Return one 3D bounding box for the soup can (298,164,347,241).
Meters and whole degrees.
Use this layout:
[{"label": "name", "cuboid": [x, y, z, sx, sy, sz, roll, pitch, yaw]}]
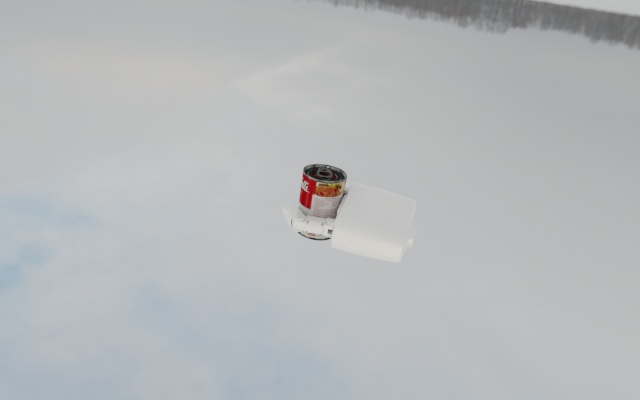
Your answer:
[{"label": "soup can", "cuboid": [0.000, 0.003, 0.744, 0.068, 0.102, 0.068, 7, 26, -3]}]
